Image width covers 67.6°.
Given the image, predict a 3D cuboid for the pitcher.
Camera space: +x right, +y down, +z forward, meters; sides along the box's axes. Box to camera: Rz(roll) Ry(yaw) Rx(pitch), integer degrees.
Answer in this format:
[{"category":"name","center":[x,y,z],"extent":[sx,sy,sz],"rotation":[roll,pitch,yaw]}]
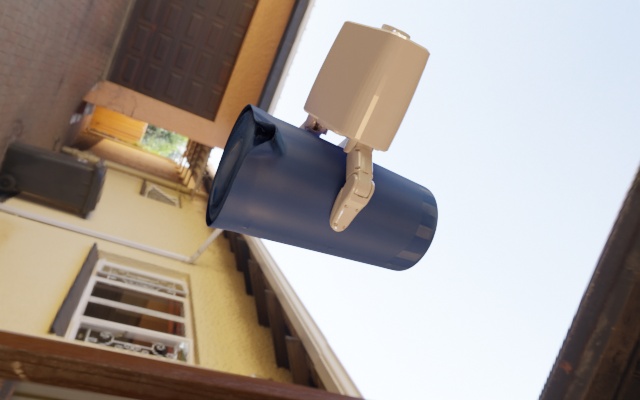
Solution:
[{"category":"pitcher","center":[0.000,0.002,0.539],"extent":[0.243,0.145,0.149],"rotation":[20,13,-21]}]
